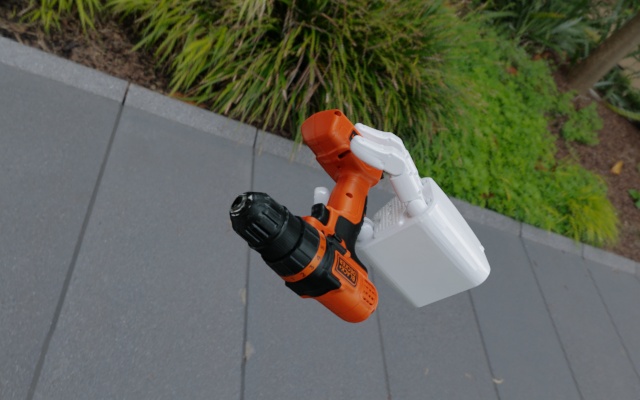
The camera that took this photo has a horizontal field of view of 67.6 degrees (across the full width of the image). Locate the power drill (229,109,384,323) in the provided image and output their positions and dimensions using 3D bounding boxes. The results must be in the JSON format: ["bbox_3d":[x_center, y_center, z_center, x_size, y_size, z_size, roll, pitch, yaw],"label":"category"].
[{"bbox_3d":[0.000,0.001,0.464,0.057,0.187,0.184,-15,-45,33],"label":"power drill"}]
